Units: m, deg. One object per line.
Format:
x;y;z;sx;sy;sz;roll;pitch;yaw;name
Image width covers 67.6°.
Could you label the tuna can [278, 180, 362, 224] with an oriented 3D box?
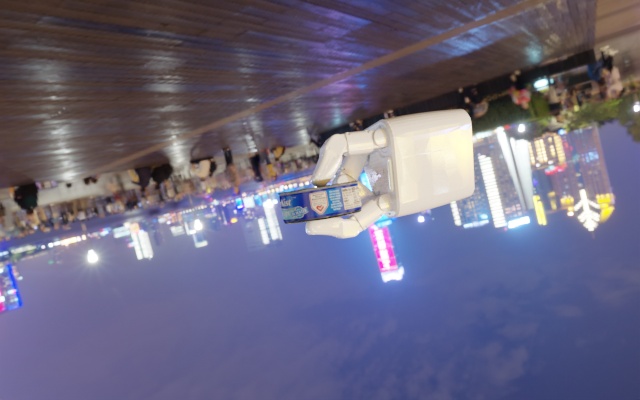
0.000;0.002;0.505;0.086;0.034;0.086;-9;1;0;tuna can
